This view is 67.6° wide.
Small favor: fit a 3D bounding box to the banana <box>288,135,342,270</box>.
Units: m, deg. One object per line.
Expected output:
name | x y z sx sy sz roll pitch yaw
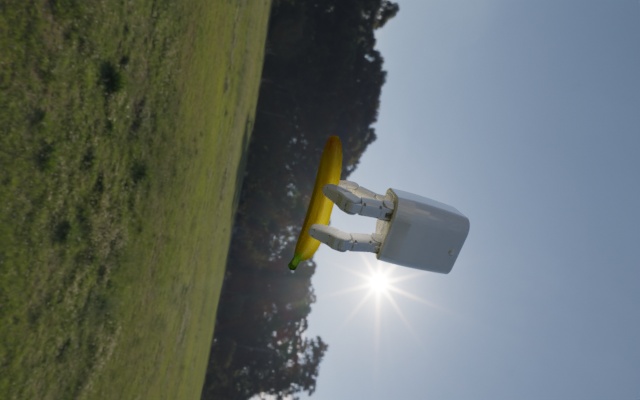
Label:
banana | 0.000 0.005 0.693 0.037 0.198 0.069 16 3 4
